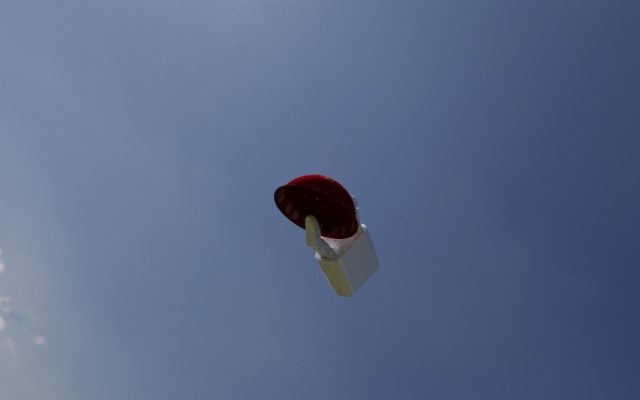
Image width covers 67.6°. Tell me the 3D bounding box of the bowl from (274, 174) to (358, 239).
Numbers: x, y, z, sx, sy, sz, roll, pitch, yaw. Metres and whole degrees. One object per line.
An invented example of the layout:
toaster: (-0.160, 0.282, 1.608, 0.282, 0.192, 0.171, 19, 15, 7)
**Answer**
bowl: (0.000, 0.002, 0.854, 0.162, 0.055, 0.162, 19, -29, 11)
